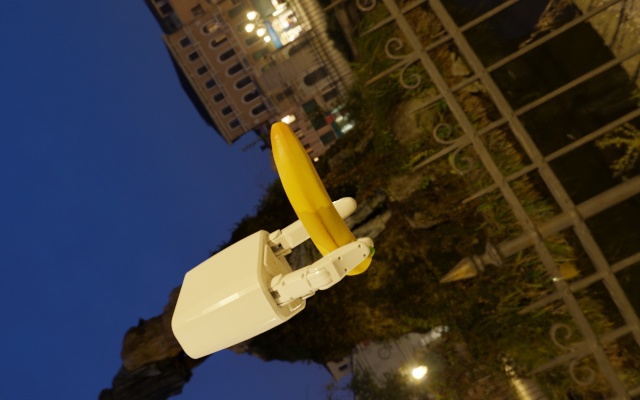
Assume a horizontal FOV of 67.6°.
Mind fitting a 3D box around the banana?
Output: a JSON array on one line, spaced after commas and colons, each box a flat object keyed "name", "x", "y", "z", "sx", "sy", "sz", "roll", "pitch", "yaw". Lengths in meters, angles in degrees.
[{"name": "banana", "x": 0.003, "y": 0.015, "z": 0.471, "sx": 0.037, "sy": 0.198, "sz": 0.069, "roll": -26, "pitch": 34, "yaw": 13}]
